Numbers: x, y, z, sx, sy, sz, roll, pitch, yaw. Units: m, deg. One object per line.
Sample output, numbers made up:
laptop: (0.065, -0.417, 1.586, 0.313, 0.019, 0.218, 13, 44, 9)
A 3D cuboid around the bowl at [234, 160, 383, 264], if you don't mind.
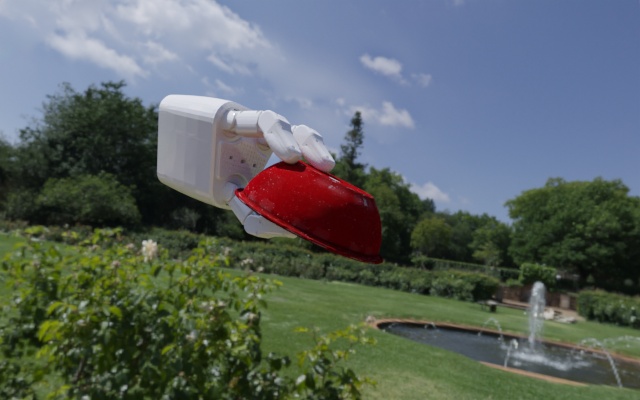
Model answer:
bowl: (0.001, 0.002, 0.472, 0.162, 0.055, 0.162, 26, 5, -3)
